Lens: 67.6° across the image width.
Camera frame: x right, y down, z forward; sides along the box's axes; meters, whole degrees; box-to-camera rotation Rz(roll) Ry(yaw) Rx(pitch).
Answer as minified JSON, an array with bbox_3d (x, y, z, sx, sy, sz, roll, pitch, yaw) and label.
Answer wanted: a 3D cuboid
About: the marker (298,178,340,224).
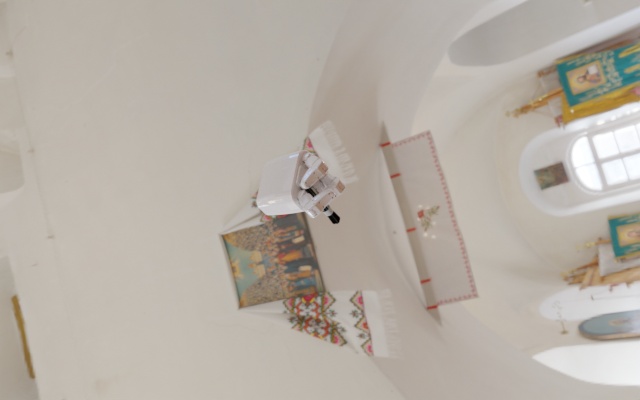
[{"bbox_3d":[0.000,0.003,0.897,0.020,0.020,0.121,0,-40,47],"label":"marker"}]
